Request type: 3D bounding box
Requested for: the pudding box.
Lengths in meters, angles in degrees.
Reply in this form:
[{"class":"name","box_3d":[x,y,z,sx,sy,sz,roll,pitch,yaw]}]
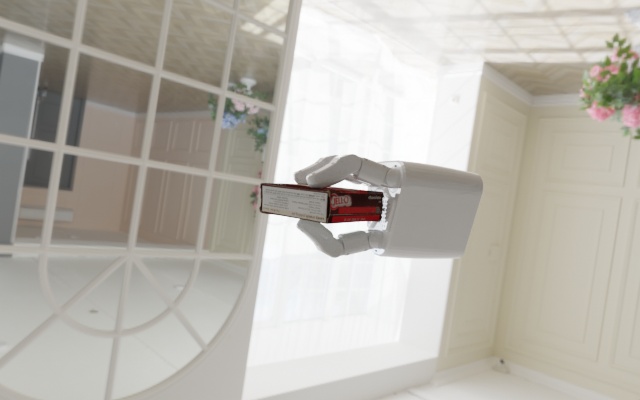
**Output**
[{"class":"pudding box","box_3d":[0.000,0.002,0.537,0.113,0.039,0.090,5,2,44]}]
